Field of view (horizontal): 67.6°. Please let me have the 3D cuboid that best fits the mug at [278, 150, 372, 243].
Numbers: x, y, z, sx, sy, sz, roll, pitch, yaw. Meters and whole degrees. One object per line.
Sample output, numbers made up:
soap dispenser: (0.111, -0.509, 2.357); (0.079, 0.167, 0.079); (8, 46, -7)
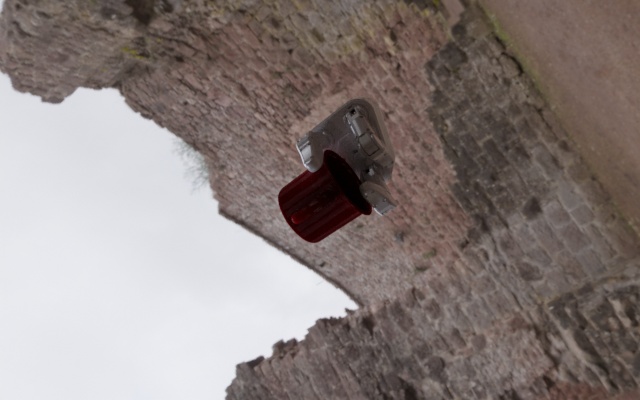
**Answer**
mug: (0.000, 0.002, 0.569); (0.081, 0.093, 0.117); (-35, 4, 20)
